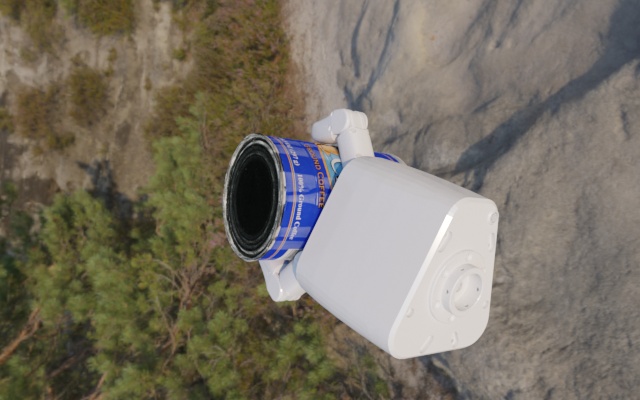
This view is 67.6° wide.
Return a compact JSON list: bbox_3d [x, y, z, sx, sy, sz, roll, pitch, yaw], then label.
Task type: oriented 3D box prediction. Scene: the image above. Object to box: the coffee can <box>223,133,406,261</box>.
[{"bbox_3d":[0.000,0.001,0.419,0.140,0.103,0.103,4,-2,-35],"label":"coffee can"}]
